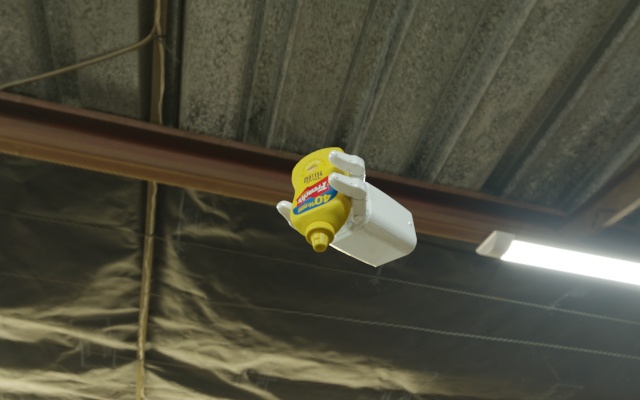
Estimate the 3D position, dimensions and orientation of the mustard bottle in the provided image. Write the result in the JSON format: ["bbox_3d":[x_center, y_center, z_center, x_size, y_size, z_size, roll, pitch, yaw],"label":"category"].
[{"bbox_3d":[0.000,0.002,0.728,0.096,0.191,0.058,-22,-51,19],"label":"mustard bottle"}]
